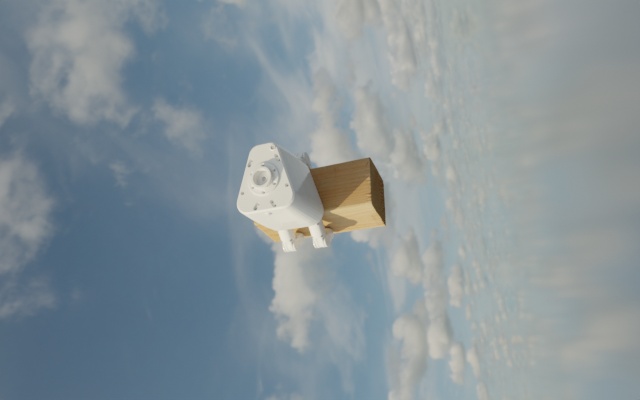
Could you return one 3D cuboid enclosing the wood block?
[{"bbox_3d":[0.000,0.002,0.821,0.206,0.090,0.090,-9,-29,20],"label":"wood block"}]
